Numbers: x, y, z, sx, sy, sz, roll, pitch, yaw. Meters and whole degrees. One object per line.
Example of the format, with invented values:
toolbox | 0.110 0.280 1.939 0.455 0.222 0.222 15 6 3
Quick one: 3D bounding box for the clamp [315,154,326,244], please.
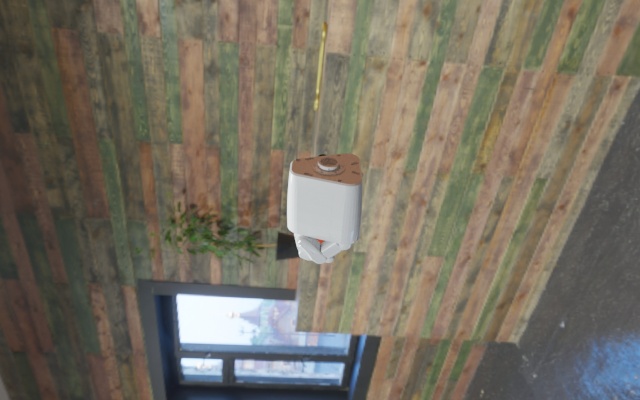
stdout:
clamp | 0.000 0.003 0.828 0.039 0.120 0.171 -2 34 -1
